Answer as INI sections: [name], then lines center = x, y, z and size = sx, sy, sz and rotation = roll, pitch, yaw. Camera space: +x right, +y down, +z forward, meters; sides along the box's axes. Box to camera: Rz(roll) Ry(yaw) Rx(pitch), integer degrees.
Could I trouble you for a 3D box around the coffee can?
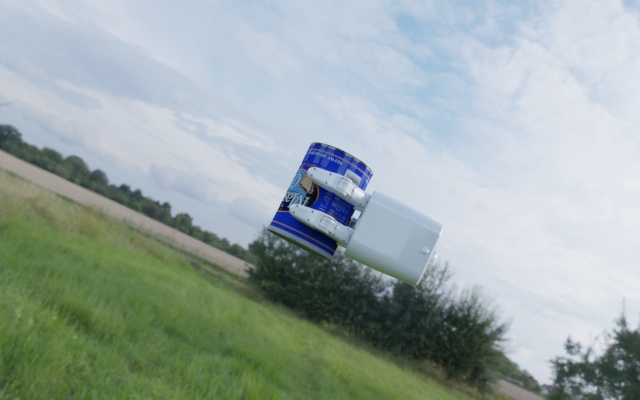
[coffee can]
center = 0.000, 0.002, 0.687
size = 0.103, 0.140, 0.103
rotation = 26, -9, 4
